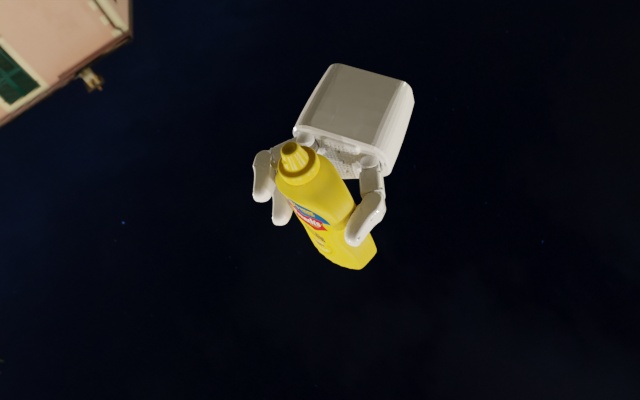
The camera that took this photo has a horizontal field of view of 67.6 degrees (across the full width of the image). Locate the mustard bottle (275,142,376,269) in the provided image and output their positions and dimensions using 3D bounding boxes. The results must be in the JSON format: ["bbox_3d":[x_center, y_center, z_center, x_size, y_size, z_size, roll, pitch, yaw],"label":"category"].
[{"bbox_3d":[0.000,0.002,0.522,0.096,0.058,0.192,37,-15,35],"label":"mustard bottle"}]
